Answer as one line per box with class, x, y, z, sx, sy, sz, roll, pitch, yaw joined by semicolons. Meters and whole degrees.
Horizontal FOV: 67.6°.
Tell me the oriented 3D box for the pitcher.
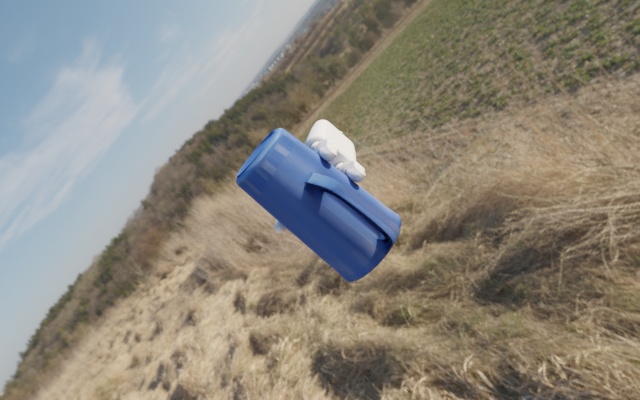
pitcher;0.000;0.002;0.723;0.243;0.149;0.145;39;25;-14
